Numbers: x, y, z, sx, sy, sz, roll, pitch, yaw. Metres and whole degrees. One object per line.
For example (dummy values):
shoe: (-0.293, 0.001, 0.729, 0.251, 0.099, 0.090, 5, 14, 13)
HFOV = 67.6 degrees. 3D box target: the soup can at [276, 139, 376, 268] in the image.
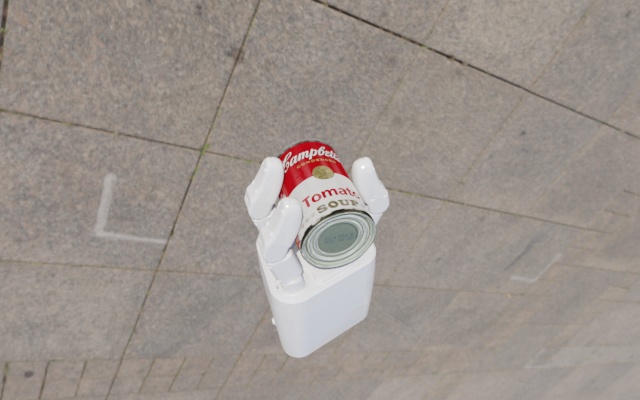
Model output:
soup can: (0.000, 0.001, 0.425, 0.068, 0.068, 0.102, 0, 40, -23)
